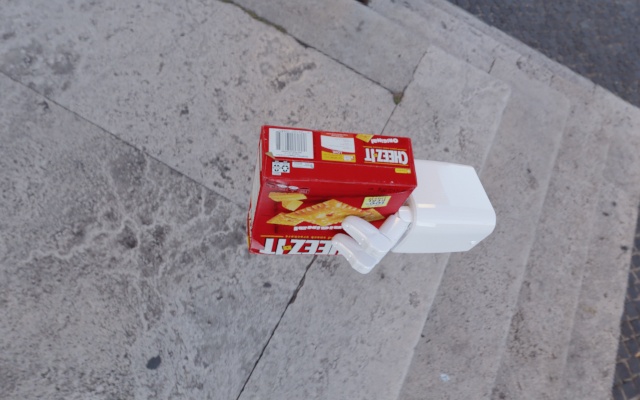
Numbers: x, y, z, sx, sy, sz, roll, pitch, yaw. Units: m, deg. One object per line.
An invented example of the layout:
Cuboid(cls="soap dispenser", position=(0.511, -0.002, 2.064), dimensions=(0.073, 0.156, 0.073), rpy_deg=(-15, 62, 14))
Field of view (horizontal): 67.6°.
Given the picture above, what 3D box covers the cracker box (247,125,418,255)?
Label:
Cuboid(cls="cracker box", position=(0.000, 0.002, 0.578), dimensions=(0.164, 0.072, 0.214), rpy_deg=(3, -27, -11))
